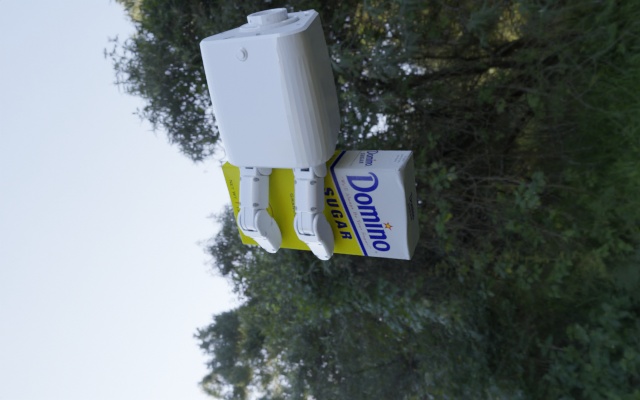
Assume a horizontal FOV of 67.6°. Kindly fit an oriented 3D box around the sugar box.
[{"bbox_3d":[0.000,0.002,0.451,0.176,0.093,0.048,3,32,26],"label":"sugar box"}]
